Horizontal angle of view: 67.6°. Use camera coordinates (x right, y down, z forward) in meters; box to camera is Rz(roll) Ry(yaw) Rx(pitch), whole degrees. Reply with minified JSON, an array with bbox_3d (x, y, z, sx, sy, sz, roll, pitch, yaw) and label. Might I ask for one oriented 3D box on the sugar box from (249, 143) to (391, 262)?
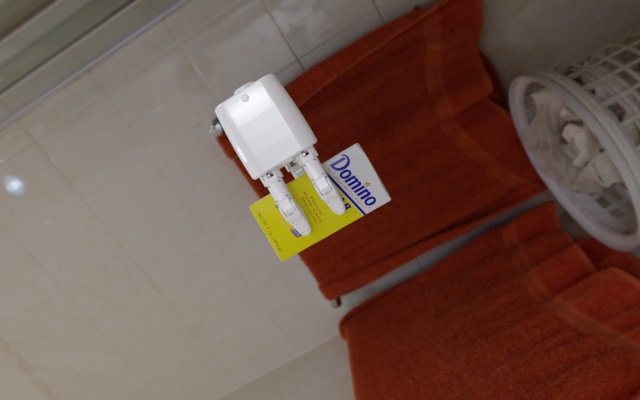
[{"bbox_3d":[0.000,0.002,0.672,0.176,0.093,0.048,-31,4,8],"label":"sugar box"}]
